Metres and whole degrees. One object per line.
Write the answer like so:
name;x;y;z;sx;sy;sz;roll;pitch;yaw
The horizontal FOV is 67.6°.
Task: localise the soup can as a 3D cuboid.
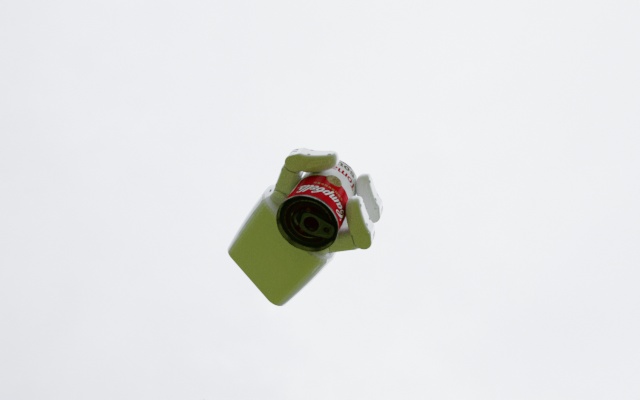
soup can;0.000;0.001;0.535;0.068;0.068;0.102;0;28;19
